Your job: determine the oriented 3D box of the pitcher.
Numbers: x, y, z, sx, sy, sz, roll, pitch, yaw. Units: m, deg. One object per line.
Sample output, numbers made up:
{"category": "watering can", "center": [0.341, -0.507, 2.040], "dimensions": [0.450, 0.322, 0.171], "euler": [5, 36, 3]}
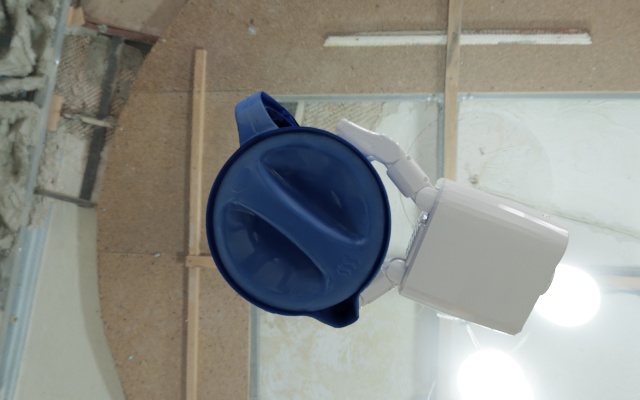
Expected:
{"category": "pitcher", "center": [0.000, 0.002, 0.442], "dimensions": [0.145, 0.149, 0.243], "euler": [19, 6, 9]}
